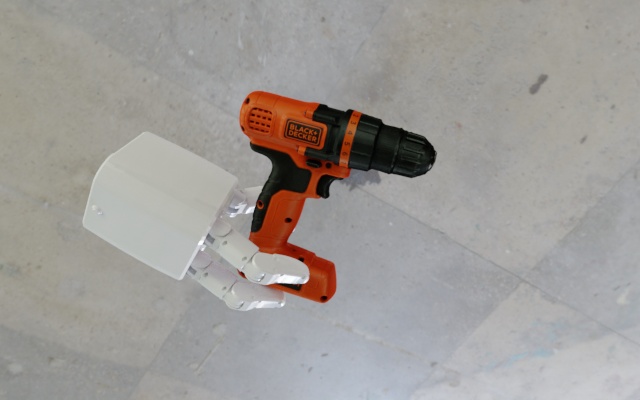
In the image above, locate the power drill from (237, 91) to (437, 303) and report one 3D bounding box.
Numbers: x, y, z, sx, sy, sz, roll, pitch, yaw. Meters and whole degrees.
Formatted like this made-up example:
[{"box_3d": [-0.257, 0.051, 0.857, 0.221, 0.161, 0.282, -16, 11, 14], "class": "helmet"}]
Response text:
[{"box_3d": [0.000, 0.002, 0.463, 0.184, 0.188, 0.057, 17, 18, 9], "class": "power drill"}]
